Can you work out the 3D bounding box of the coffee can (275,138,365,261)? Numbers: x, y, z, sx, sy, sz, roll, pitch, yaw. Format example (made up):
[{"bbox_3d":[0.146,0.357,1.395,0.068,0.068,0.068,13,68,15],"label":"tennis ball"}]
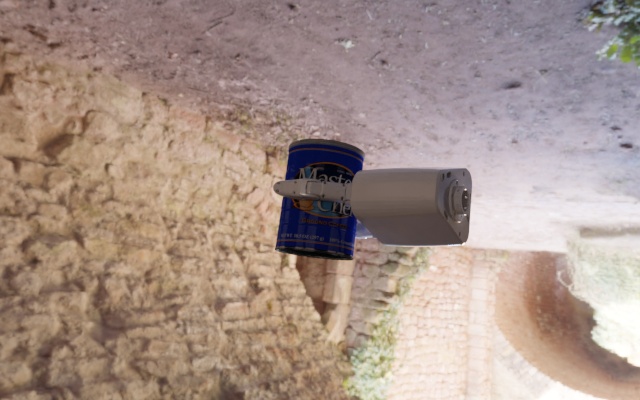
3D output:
[{"bbox_3d":[0.000,0.002,0.625,0.103,0.140,0.103,7,-11,1],"label":"coffee can"}]
